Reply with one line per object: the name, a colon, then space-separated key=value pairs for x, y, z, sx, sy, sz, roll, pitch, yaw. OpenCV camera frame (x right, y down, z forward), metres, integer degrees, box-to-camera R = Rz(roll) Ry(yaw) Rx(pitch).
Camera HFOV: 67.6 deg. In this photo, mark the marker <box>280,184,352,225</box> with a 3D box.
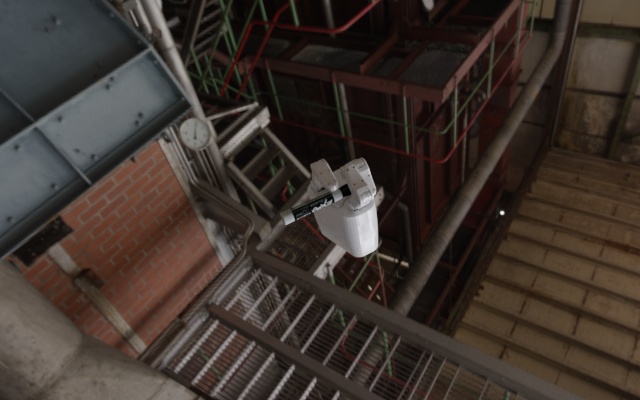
marker: x=0.000 y=0.002 z=0.690 sx=0.121 sy=0.020 sz=0.020 roll=-25 pitch=5 yaw=-11
